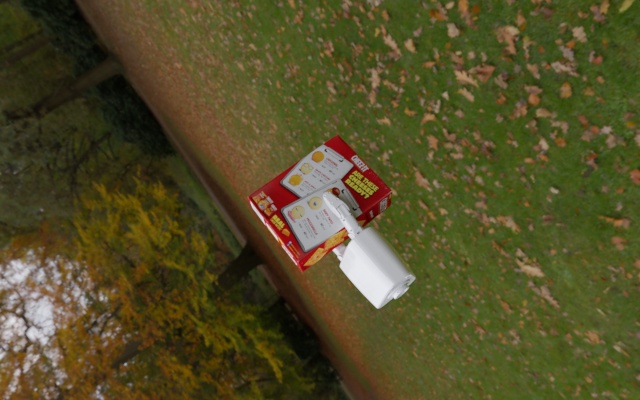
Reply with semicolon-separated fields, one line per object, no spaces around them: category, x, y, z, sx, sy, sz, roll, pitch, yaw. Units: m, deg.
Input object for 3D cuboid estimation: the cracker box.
cracker box;0.000;0.003;0.892;0.213;0.164;0.072;-36;-24;-12
